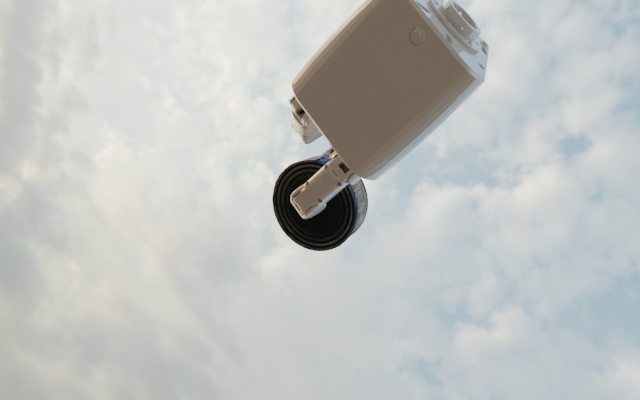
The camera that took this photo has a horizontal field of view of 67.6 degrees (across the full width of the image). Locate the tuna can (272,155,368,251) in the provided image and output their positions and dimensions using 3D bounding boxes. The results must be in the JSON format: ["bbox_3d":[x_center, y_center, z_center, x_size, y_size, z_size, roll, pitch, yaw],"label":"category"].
[{"bbox_3d":[0.000,0.001,0.445,0.086,0.086,0.033,0,15,28],"label":"tuna can"}]
